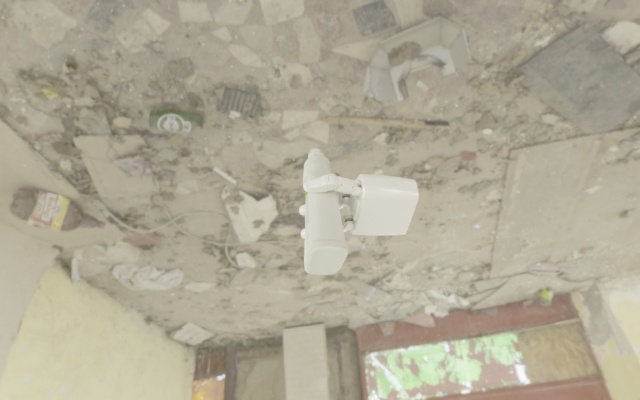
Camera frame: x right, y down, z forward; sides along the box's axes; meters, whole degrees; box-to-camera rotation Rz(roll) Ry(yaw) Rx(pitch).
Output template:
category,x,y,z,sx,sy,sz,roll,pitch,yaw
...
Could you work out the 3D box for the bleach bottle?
category,x,y,z,sx,sy,sz,roll,pitch,yaw
bleach bottle,0.000,0.003,0.872,0.068,0.250,0.103,3,-36,-11
